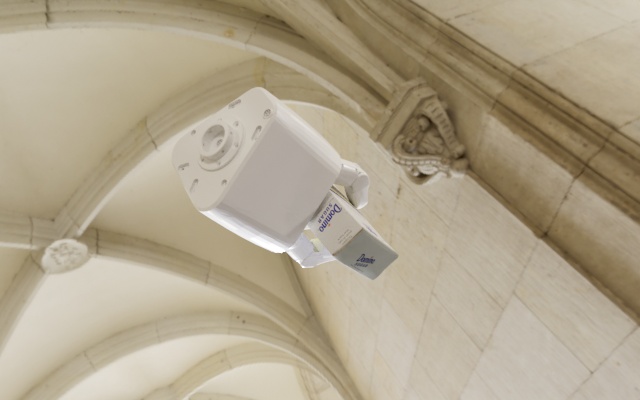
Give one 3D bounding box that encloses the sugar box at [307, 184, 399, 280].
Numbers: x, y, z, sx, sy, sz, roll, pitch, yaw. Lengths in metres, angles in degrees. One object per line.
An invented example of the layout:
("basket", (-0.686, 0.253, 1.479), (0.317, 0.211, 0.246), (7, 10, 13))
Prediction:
("sugar box", (0.000, 0.002, 0.507), (0.176, 0.048, 0.093), (52, 9, 37))
